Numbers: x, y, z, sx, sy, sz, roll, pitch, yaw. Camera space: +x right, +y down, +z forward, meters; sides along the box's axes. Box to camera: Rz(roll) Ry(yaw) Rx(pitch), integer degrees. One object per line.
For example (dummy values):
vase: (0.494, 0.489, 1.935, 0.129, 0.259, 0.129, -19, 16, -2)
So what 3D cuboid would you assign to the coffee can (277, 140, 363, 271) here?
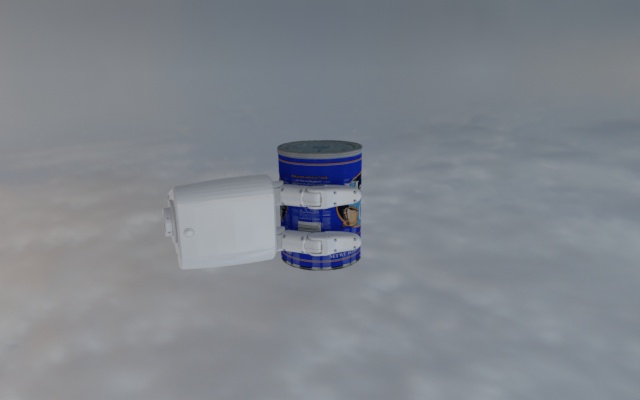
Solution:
coffee can: (0.000, 0.002, 0.589, 0.103, 0.140, 0.102, -1, 15, 0)
